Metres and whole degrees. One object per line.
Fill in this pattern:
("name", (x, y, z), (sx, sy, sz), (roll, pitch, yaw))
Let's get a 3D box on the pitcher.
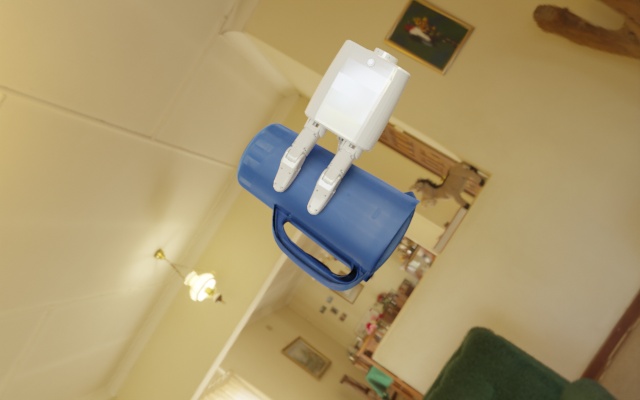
("pitcher", (0.000, 0.002, 0.666), (0.243, 0.145, 0.149), (33, 18, 12))
